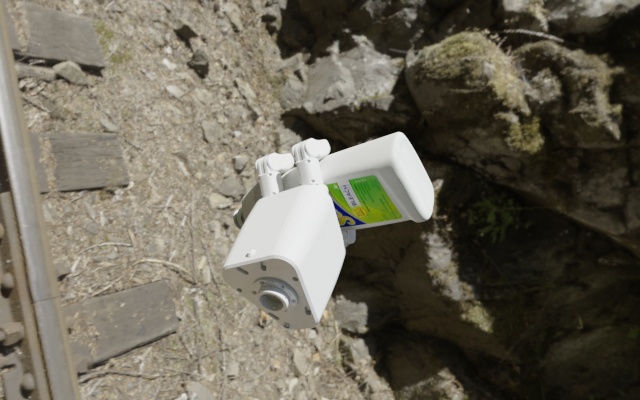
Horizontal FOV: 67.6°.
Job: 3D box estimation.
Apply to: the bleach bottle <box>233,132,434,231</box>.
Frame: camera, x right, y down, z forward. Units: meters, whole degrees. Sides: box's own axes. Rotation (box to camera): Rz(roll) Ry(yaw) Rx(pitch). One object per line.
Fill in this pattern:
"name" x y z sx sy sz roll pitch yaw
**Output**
"bleach bottle" 0.000 0.002 0.579 0.251 0.103 0.068 -17 32 31
